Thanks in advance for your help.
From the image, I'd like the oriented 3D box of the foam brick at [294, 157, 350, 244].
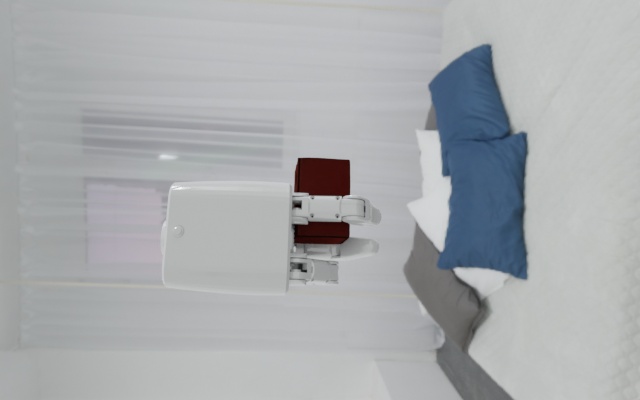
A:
[{"bbox_3d":[0.000,0.001,0.466,0.051,0.078,0.053,2,-12,-5],"label":"foam brick"}]
